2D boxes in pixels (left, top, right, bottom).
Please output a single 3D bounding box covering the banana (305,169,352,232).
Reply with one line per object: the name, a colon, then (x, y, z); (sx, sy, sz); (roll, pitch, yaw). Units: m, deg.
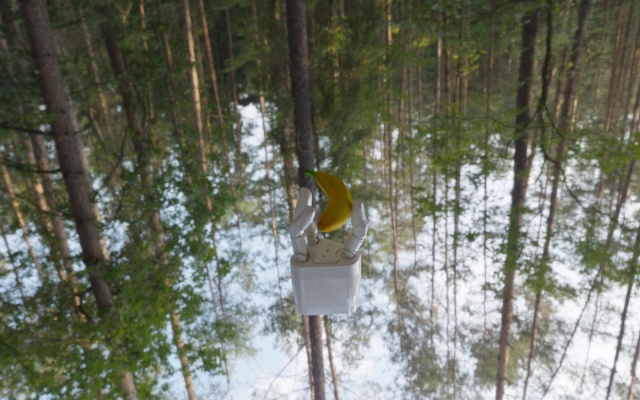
banana: (0.018, 0.000, 0.771); (0.069, 0.037, 0.197); (-3, 27, -7)
